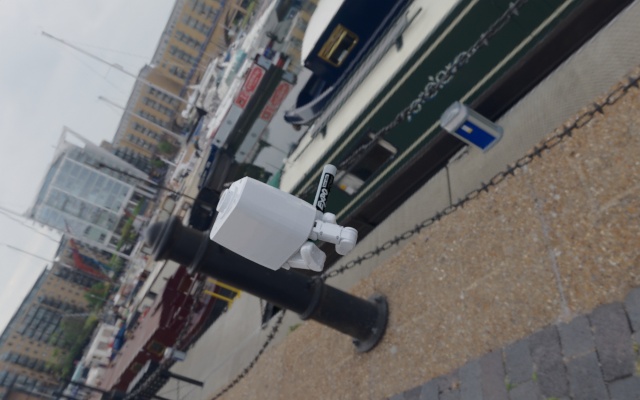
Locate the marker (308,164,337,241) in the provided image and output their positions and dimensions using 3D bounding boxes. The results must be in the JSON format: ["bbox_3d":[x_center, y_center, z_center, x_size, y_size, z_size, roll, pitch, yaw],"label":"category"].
[{"bbox_3d":[0.000,0.002,0.679,0.020,0.121,0.020,13,-29,7],"label":"marker"}]
